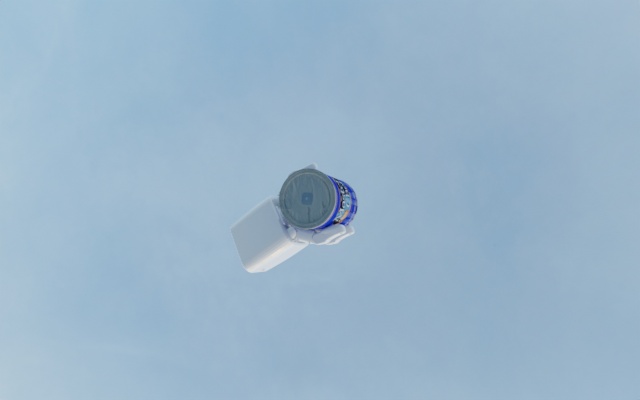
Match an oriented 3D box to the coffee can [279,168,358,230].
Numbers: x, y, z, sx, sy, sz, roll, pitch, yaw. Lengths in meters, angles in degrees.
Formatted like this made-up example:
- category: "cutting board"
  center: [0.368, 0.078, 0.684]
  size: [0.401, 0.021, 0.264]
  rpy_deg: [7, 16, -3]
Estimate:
- category: "coffee can"
  center: [0.000, 0.003, 0.864]
  size: [0.103, 0.103, 0.140]
  rpy_deg: [0, -5, 20]
